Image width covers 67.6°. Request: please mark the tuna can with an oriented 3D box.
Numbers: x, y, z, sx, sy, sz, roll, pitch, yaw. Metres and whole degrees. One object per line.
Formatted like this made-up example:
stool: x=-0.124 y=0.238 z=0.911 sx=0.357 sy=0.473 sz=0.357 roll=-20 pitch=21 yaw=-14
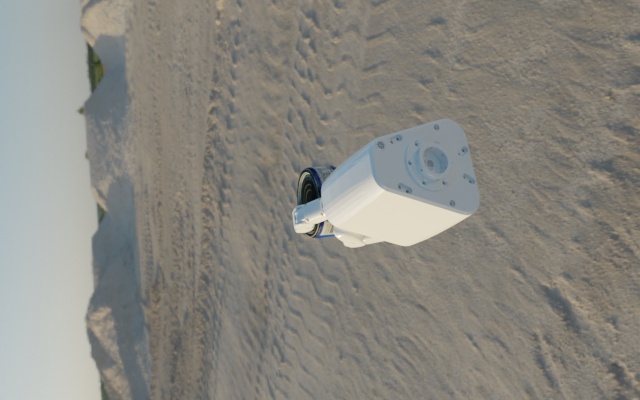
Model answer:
tuna can: x=0.000 y=0.002 z=0.571 sx=0.034 sy=0.086 sz=0.086 roll=-5 pitch=1 yaw=-20
